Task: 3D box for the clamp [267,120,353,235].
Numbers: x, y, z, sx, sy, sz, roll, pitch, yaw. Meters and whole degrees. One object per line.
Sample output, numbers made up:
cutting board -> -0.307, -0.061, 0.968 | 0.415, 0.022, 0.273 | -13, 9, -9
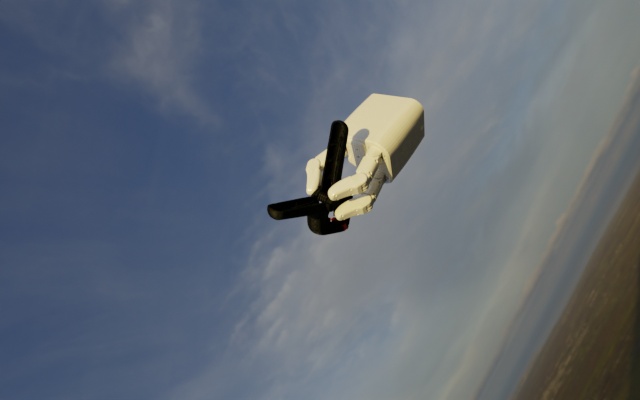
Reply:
clamp -> 0.000, 0.002, 0.709 | 0.036, 0.164, 0.210 | 31, -21, 28
